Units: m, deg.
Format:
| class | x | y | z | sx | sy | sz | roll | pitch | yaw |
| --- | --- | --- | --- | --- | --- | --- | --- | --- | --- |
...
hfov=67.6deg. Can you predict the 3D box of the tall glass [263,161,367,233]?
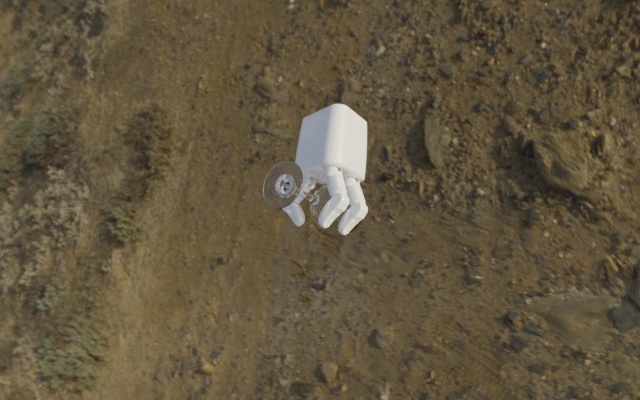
| class | x | y | z | sx | sy | sz | roll | pitch | yaw |
| --- | --- | --- | --- | --- | --- | --- | --- | --- | --- |
| tall glass | 0.000 | 0.003 | 0.779 | 0.079 | 0.079 | 0.201 | 0 | -16 | 36 |
